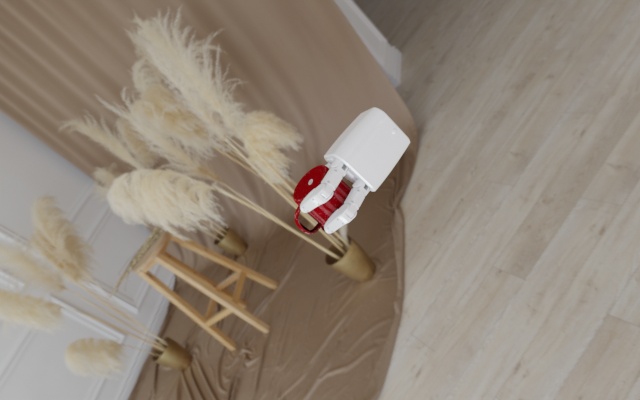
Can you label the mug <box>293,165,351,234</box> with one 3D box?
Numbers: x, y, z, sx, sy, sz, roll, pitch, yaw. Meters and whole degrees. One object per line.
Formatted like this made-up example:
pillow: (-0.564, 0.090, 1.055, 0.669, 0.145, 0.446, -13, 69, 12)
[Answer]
mug: (-0.001, 0.004, 0.818, 0.081, 0.117, 0.093, 41, -7, -25)
